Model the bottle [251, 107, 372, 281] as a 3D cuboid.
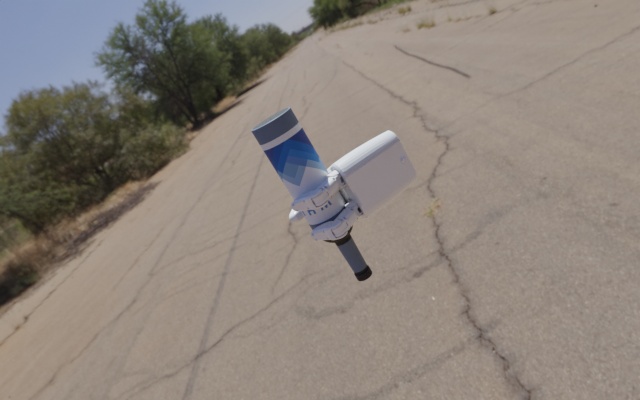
[{"bbox_3d":[0.000,0.002,0.733,0.069,0.296,0.069,-28,17,10],"label":"bottle"}]
